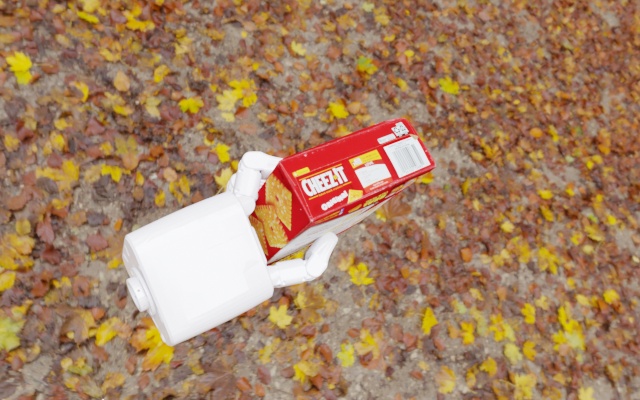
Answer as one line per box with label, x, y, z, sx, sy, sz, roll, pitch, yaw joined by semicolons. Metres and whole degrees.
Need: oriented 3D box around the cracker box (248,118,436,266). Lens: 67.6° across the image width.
cracker box;0.000;0.002;0.541;0.164;0.072;0.214;-23;-10;-30
